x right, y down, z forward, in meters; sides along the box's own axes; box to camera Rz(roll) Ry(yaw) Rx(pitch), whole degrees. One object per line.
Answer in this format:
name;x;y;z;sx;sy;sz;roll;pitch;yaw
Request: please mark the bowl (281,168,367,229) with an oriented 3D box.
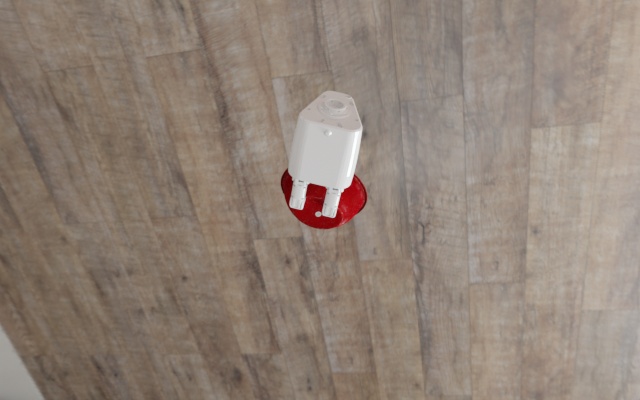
bowl;0.000;0.004;0.855;0.162;0.055;0.162;10;-38;8
